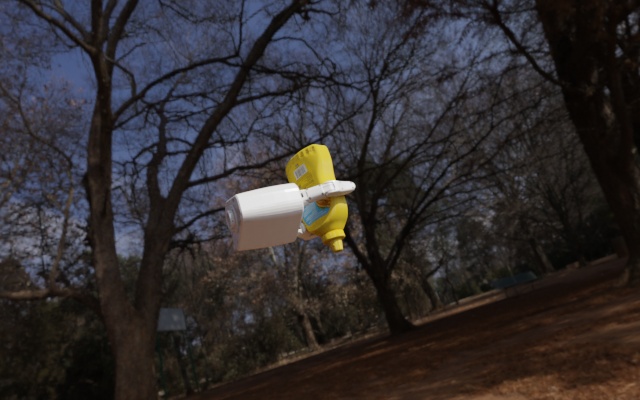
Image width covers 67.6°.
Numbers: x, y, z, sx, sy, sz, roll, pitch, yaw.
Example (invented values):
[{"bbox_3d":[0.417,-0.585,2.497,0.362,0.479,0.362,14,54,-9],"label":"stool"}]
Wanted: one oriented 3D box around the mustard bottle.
[{"bbox_3d":[0.000,0.003,0.856,0.058,0.191,0.096,2,-28,-45],"label":"mustard bottle"}]
